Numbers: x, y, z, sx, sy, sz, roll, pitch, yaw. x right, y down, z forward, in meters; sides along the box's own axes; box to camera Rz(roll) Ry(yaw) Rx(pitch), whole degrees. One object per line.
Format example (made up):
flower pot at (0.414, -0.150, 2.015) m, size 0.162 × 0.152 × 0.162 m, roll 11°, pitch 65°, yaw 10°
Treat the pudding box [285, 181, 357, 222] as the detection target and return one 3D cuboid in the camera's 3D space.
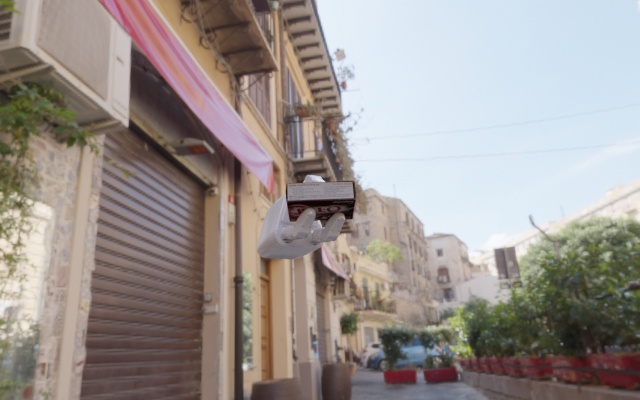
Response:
pudding box at (0.000, 0.002, 0.792) m, size 0.113 × 0.039 × 0.090 m, roll -4°, pitch -22°, yaw -1°
